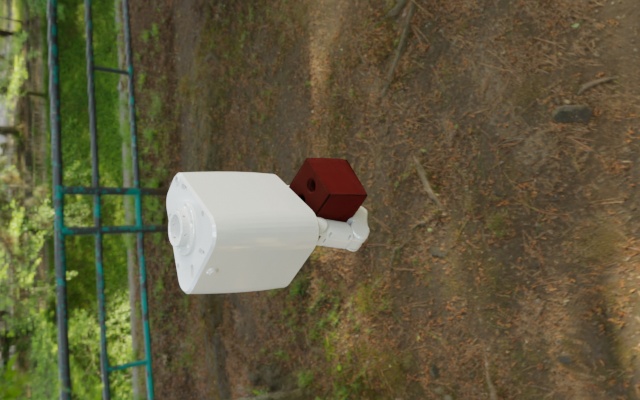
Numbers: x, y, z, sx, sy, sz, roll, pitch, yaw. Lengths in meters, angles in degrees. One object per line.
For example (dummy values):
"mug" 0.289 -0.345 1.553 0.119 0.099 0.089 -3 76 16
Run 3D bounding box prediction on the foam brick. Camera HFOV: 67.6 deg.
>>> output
"foam brick" 0.000 0.001 0.488 0.051 0.053 0.078 2 -45 -38
